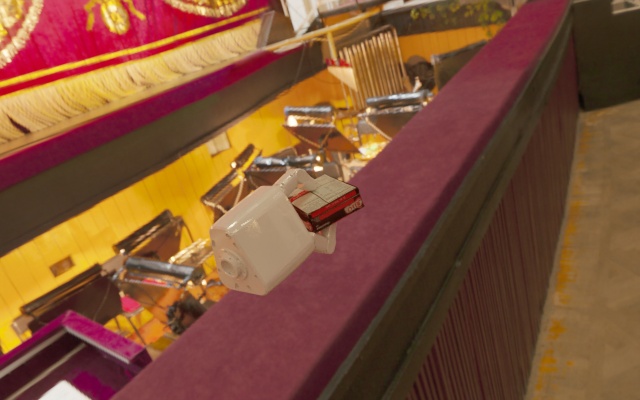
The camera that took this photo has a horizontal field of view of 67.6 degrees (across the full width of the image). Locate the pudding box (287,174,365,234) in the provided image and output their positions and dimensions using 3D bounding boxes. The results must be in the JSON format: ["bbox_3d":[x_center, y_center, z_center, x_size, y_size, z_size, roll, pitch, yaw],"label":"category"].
[{"bbox_3d":[0.000,0.002,0.732,0.090,0.039,0.113,-27,26,-18],"label":"pudding box"}]
